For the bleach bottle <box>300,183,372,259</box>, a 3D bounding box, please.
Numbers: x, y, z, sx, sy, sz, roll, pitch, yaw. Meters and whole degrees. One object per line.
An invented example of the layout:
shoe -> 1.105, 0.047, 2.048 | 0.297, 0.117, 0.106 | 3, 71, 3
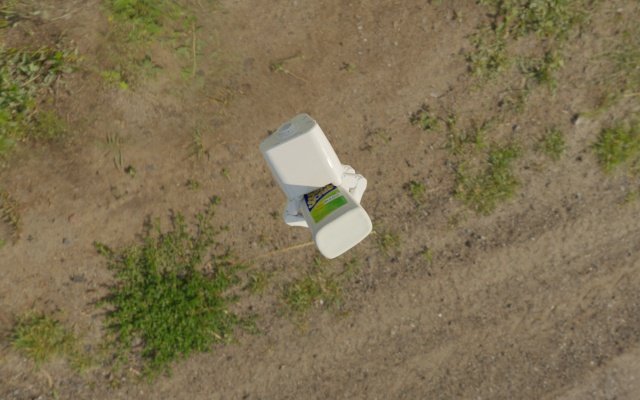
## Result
bleach bottle -> 0.000, 0.003, 0.879 | 0.102, 0.068, 0.250 | -33, 31, -4
